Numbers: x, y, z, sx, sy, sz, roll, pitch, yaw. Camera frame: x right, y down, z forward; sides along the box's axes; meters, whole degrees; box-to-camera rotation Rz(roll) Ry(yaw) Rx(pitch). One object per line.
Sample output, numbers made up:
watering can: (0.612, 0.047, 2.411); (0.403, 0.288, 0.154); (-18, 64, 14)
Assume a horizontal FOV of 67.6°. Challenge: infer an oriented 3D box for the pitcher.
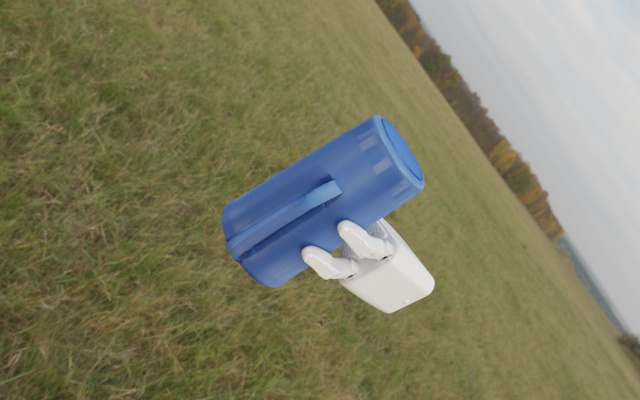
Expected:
pitcher: (0.000, 0.002, 0.600); (0.243, 0.149, 0.145); (-33, -52, 20)
